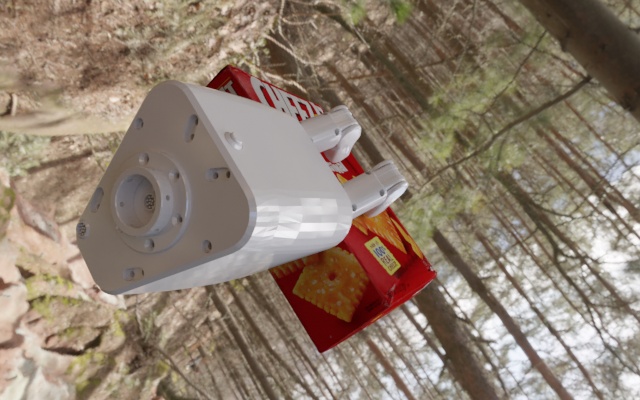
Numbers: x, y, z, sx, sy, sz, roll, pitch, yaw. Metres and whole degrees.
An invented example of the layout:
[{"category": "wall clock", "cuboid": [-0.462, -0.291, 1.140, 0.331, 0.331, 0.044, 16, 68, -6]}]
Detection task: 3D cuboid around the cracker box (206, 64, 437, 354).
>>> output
[{"category": "cracker box", "cuboid": [0.000, 0.002, 0.406, 0.072, 0.213, 0.164, -39, -17, 19]}]
